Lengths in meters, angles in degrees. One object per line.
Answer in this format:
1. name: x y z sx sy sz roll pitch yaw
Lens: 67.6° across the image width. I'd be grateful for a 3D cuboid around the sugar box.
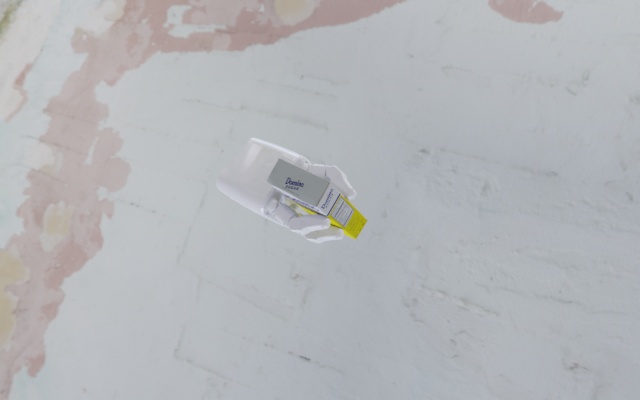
1. sugar box: 0.000 0.003 0.717 0.093 0.048 0.176 26 -5 29
